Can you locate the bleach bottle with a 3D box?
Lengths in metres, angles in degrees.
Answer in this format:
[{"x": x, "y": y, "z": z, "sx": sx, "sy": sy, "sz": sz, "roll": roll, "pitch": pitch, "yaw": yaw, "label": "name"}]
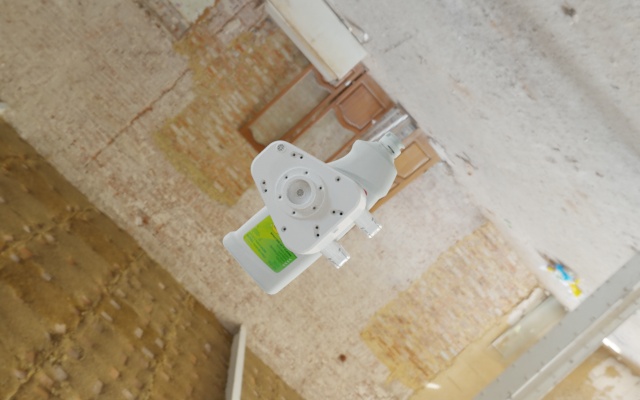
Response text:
[{"x": 0.000, "y": 0.002, "z": 0.613, "sx": 0.251, "sy": 0.102, "sz": 0.068, "roll": -43, "pitch": -7, "yaw": 2, "label": "bleach bottle"}]
